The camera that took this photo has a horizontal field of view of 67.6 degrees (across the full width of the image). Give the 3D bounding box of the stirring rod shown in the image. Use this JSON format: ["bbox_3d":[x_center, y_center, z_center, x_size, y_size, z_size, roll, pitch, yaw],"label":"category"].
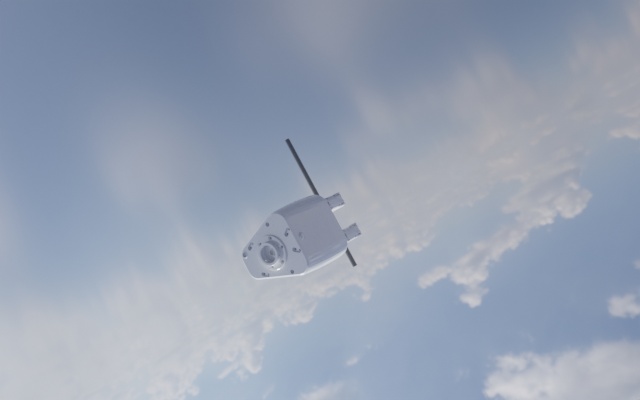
[{"bbox_3d":[0.000,0.003,0.797,0.011,0.239,0.011,-28,-5,-3],"label":"stirring rod"}]
